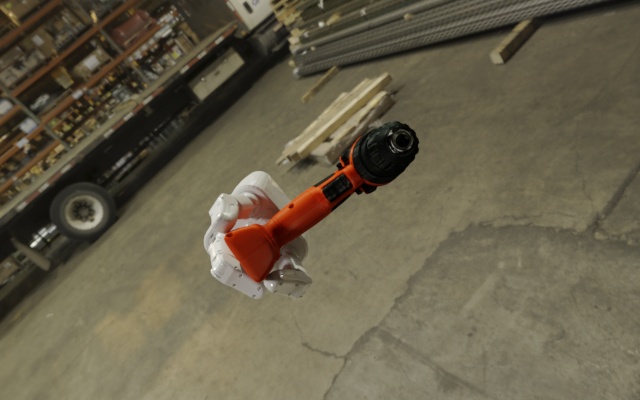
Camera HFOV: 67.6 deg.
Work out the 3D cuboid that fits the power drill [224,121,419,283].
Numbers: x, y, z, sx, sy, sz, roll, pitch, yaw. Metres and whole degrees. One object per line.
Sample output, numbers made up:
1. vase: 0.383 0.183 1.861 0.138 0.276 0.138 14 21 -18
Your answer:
1. power drill: 0.000 0.002 0.458 0.187 0.057 0.184 -35 -2 -9
